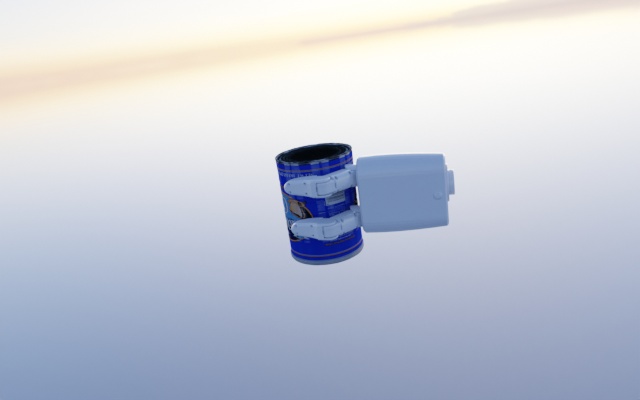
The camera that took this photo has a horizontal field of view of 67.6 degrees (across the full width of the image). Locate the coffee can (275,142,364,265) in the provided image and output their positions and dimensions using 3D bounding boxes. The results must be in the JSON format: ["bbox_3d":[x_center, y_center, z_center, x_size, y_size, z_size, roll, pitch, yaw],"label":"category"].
[{"bbox_3d":[0.000,0.002,0.645,0.103,0.140,0.102,-8,18,3],"label":"coffee can"}]
